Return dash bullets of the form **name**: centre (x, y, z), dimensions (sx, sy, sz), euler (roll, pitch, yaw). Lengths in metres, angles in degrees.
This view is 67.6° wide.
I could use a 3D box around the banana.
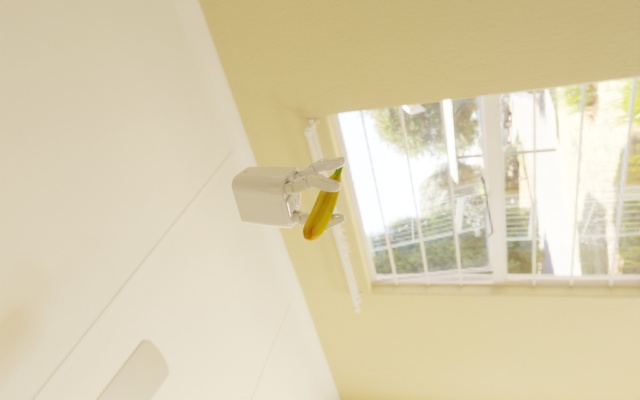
- **banana**: centre (0.002, 0.014, 0.872), dimensions (0.037, 0.070, 0.197), euler (10, 45, 13)
